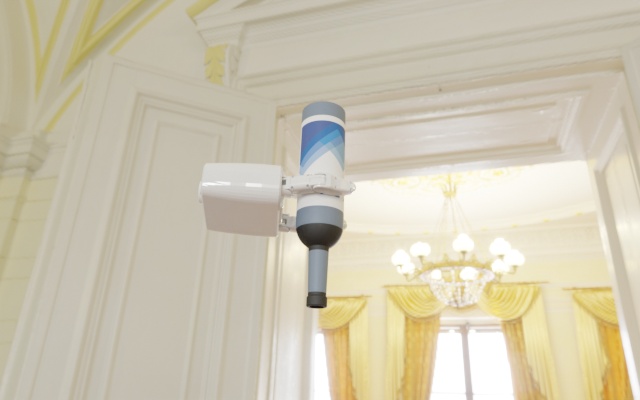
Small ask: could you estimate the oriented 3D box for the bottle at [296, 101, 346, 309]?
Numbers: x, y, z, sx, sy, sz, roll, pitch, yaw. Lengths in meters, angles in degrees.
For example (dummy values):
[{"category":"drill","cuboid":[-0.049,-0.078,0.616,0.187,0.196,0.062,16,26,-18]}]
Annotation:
[{"category":"bottle","cuboid":[0.000,0.002,0.673,0.069,0.295,0.069,2,-23,1]}]
